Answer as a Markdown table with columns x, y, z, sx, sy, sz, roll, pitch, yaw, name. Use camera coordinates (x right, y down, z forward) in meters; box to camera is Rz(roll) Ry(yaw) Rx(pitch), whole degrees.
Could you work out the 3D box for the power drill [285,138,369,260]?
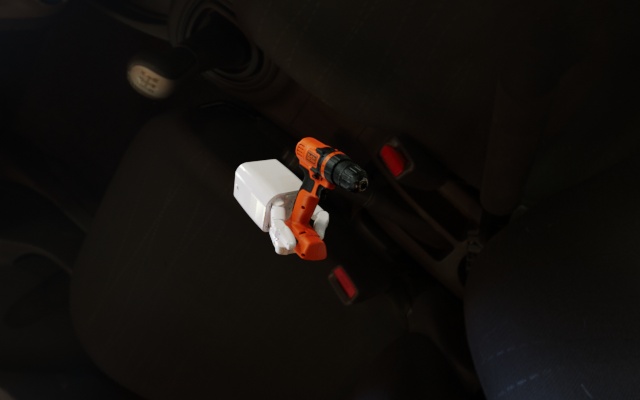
| x | y | z | sx | sy | sz | roll | pitch | yaw | name |
| --- | --- | --- | --- | --- | --- | --- | --- | --- | --- |
| 0.000 | 0.003 | 0.808 | 0.057 | 0.188 | 0.184 | 6 | 20 | -34 | power drill |
